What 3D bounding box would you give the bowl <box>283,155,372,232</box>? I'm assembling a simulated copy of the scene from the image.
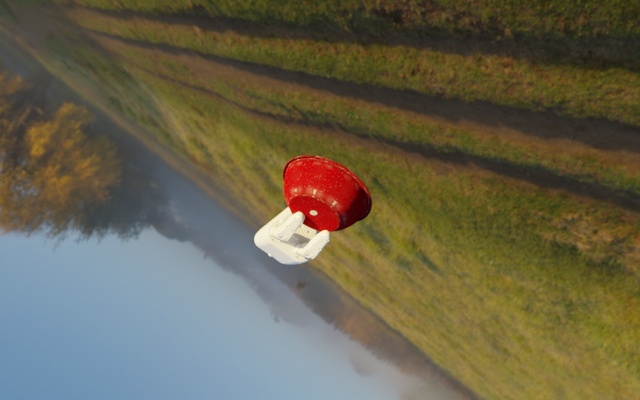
[{"bbox_3d":[0.000,0.002,0.781,0.162,0.055,0.162,19,-35,14],"label":"bowl"}]
